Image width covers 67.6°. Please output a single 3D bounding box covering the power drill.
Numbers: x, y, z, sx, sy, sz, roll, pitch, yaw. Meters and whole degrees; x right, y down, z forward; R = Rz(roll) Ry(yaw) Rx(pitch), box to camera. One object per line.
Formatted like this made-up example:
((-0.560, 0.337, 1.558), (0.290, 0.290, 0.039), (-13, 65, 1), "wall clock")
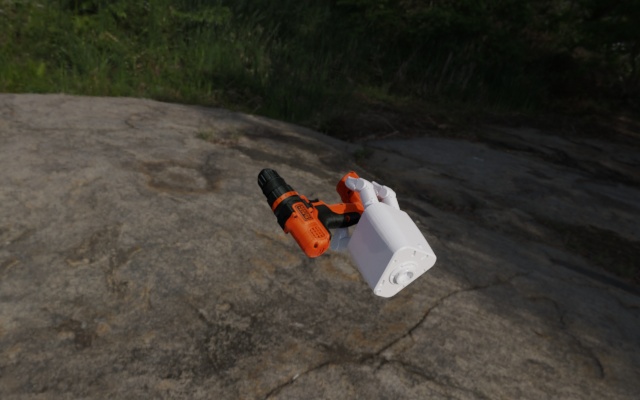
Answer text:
((0.001, 0.003, 0.839), (0.187, 0.184, 0.057), (-16, -31, -38), "power drill")
